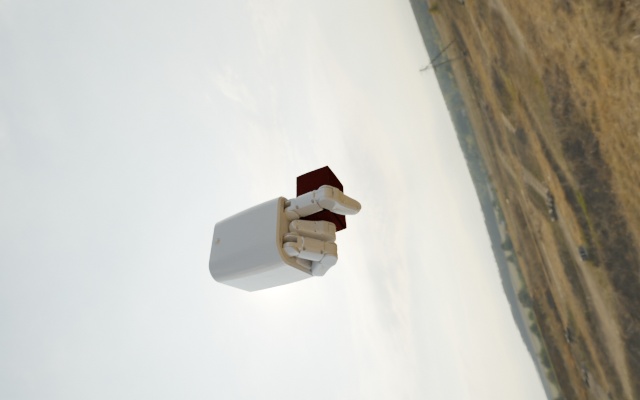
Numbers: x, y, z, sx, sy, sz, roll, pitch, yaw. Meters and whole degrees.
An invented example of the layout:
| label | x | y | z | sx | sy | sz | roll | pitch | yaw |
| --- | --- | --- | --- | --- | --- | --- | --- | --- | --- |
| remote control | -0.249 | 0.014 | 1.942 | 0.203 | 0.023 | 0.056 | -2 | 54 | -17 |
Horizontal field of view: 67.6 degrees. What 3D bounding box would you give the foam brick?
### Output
| label | x | y | z | sx | sy | sz | roll | pitch | yaw |
| --- | --- | --- | --- | --- | --- | --- | --- | --- | --- |
| foam brick | 0.000 | 0.002 | 0.643 | 0.051 | 0.078 | 0.053 | -19 | -44 | 19 |
